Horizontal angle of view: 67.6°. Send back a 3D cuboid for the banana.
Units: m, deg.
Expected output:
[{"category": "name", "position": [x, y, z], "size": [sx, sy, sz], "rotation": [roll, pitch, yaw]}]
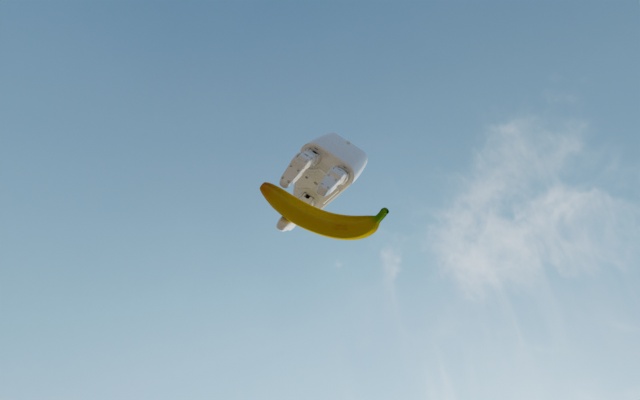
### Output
[{"category": "banana", "position": [0.002, 0.020, 0.695], "size": [0.198, 0.070, 0.037], "rotation": [11, 25, 18]}]
